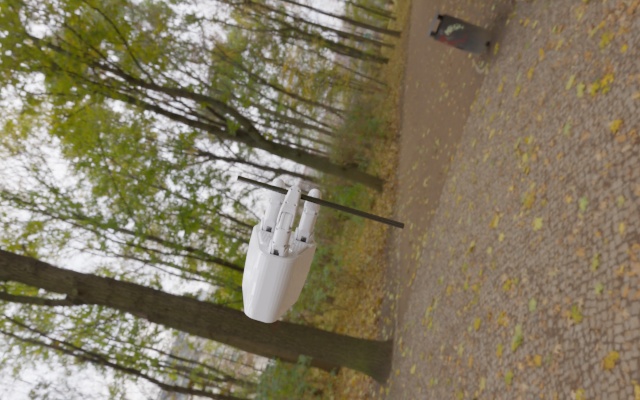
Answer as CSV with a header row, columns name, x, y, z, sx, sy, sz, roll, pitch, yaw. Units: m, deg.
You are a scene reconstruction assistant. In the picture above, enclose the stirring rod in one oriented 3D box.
name,x,y,z,sx,sy,sz,roll,pitch,yaw
stirring rod,0.000,0.002,0.665,0.239,0.011,0.011,16,0,0
